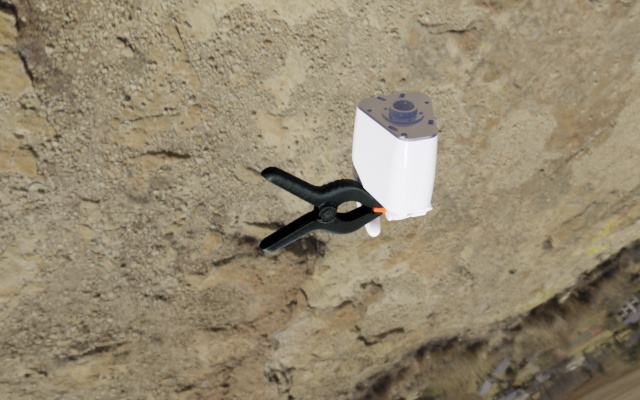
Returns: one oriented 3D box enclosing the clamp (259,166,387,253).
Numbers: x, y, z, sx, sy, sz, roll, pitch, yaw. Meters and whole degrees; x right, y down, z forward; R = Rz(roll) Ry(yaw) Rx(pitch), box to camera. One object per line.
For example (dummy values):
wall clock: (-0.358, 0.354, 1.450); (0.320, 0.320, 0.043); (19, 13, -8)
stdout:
clamp: (0.000, 0.002, 0.609); (0.171, 0.120, 0.039); (-12, 39, -12)
